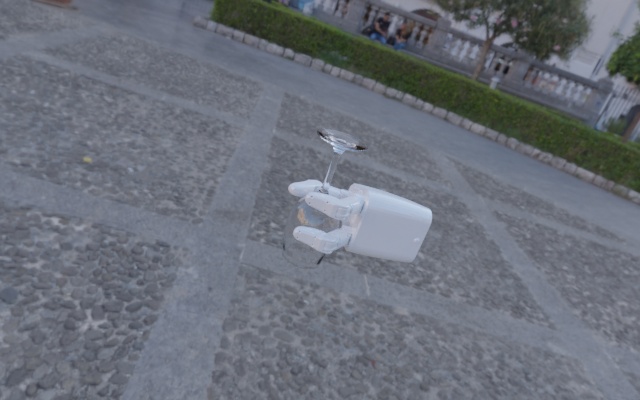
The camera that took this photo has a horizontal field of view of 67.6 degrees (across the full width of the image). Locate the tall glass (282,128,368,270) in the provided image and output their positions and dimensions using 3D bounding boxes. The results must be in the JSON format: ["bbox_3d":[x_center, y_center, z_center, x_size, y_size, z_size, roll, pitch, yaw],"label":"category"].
[{"bbox_3d":[0.000,0.002,0.697,0.079,0.201,0.079,17,23,-7],"label":"tall glass"}]
